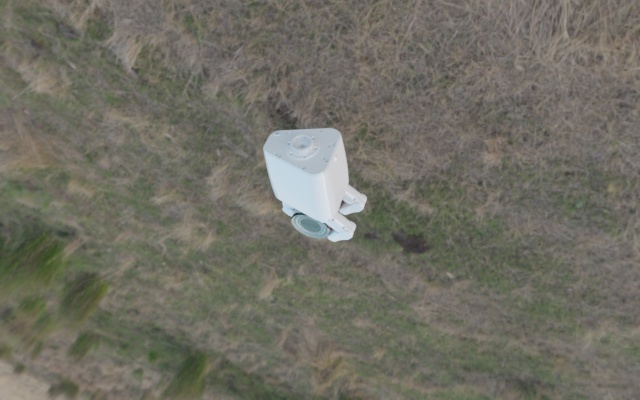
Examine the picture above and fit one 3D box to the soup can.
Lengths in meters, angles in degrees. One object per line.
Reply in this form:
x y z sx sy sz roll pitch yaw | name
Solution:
0.000 0.003 0.785 0.068 0.102 0.069 16 -32 11 | soup can
